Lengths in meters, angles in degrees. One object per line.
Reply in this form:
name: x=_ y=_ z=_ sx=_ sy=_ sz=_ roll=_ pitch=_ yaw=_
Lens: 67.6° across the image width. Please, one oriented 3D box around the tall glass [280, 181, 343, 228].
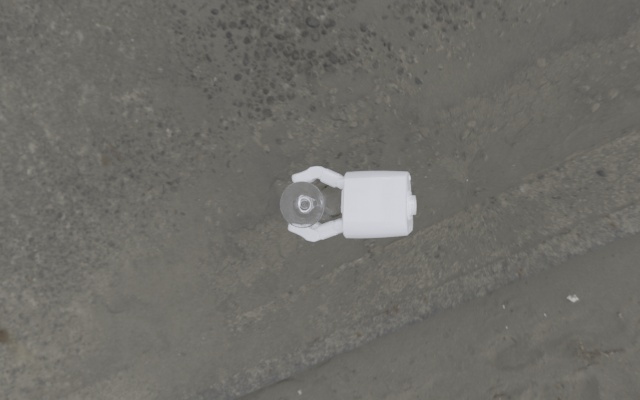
tall glass: x=0.000 y=0.003 z=0.849 sx=0.079 sy=0.079 sz=0.201 roll=0 pitch=2 yaw=17
